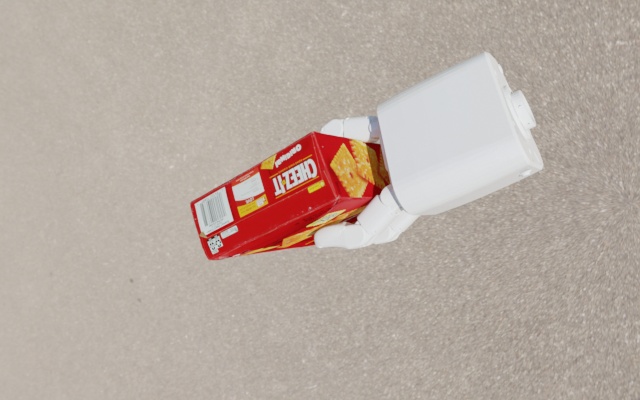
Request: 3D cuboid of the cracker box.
[{"bbox_3d":[0.000,0.002,0.510,0.164,0.072,0.214,-26,-14,31],"label":"cracker box"}]
